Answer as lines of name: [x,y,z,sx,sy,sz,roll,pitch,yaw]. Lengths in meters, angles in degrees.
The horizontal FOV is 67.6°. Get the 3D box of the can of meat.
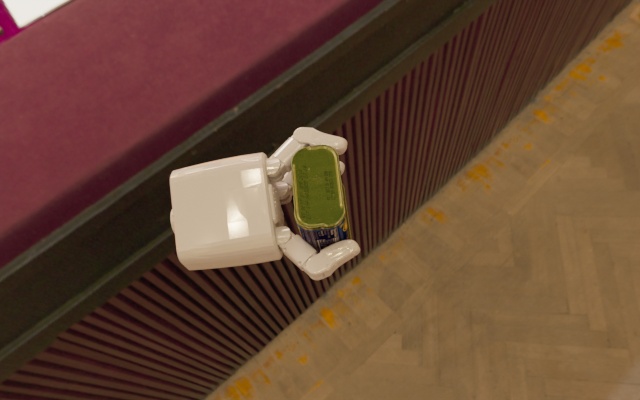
can of meat: [0.000,0.002,0.523,0.057,0.102,0.084,-8,-26,3]
